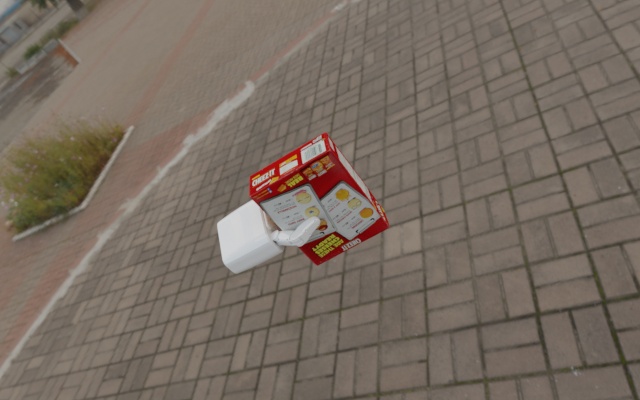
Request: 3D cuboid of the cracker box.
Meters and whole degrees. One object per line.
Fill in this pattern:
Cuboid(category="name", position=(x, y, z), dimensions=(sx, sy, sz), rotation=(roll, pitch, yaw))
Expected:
Cuboid(category="cracker box", position=(0.000, 0.003, 0.861), dimensions=(0.164, 0.072, 0.214), rotation=(-29, -53, 15))
